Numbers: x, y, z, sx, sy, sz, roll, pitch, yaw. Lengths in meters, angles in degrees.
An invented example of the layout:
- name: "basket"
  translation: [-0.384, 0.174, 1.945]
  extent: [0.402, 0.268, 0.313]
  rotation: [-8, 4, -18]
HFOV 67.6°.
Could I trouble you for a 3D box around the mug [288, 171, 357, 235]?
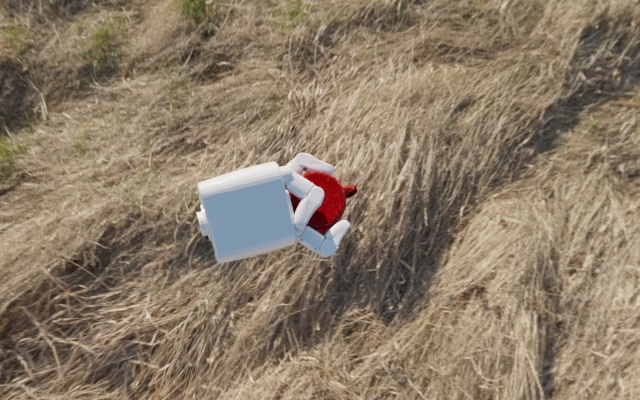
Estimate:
- name: "mug"
  translation: [0.002, 0.002, 0.694]
  extent: [0.117, 0.093, 0.081]
  rotation: [-17, -7, -15]
